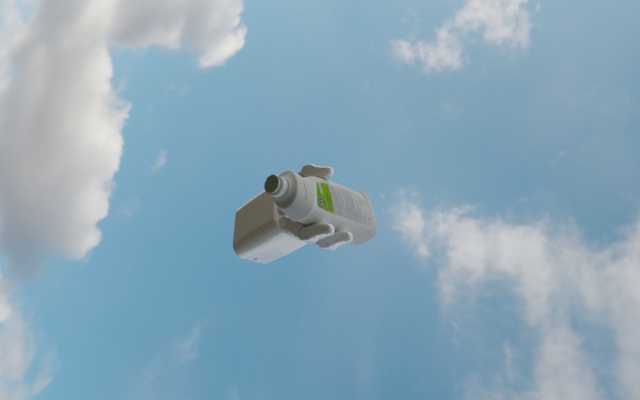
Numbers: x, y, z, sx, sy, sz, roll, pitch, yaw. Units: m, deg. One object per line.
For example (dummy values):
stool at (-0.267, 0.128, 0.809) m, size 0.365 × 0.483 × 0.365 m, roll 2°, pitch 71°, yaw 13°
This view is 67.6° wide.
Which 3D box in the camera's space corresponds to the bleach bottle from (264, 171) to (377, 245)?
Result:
bleach bottle at (0.000, 0.003, 0.788) m, size 0.068 × 0.102 × 0.251 m, roll -31°, pitch -32°, yaw 25°
